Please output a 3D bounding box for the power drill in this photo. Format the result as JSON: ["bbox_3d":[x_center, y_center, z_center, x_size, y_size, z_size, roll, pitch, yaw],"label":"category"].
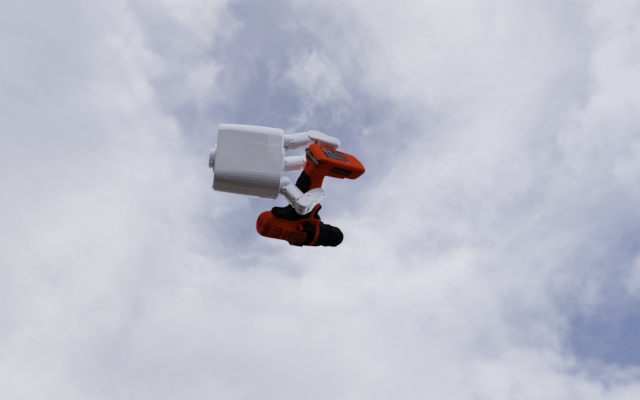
[{"bbox_3d":[0.000,0.002,0.841,0.184,0.188,0.057,12,28,-37],"label":"power drill"}]
